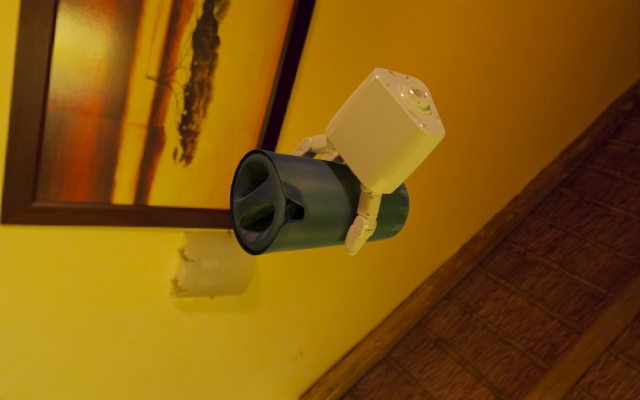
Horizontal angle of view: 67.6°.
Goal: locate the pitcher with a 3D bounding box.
[{"bbox_3d":[0.000,0.002,0.674,0.243,0.149,0.145,2,-39,-38],"label":"pitcher"}]
